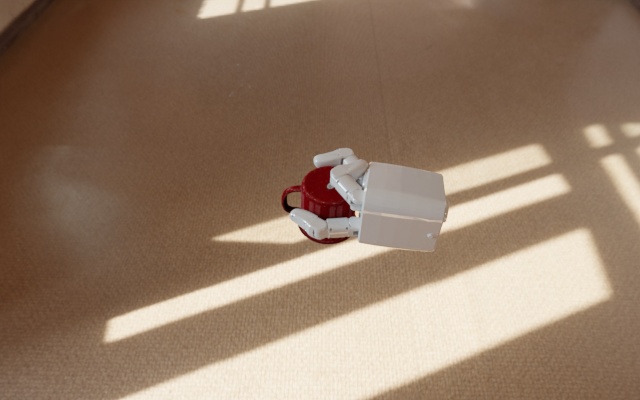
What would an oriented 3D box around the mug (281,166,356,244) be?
[{"bbox_3d":[-0.001,0.002,0.706,0.117,0.093,0.082,8,-44,5],"label":"mug"}]
